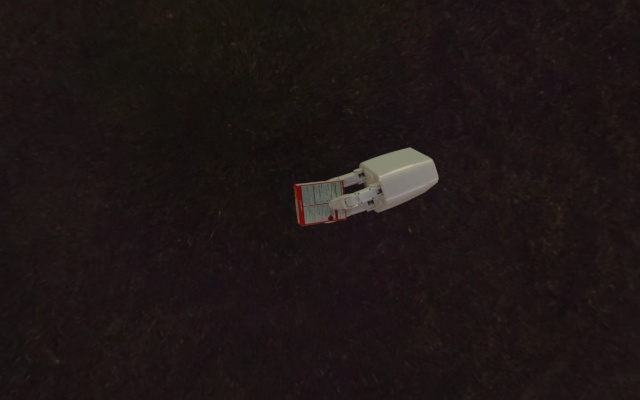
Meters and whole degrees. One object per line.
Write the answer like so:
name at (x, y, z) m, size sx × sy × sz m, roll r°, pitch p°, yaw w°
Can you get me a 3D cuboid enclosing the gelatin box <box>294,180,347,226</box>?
gelatin box at (0.000, 0.003, 0.862) m, size 0.089 × 0.073 × 0.030 m, roll -8°, pitch 8°, yaw -15°
